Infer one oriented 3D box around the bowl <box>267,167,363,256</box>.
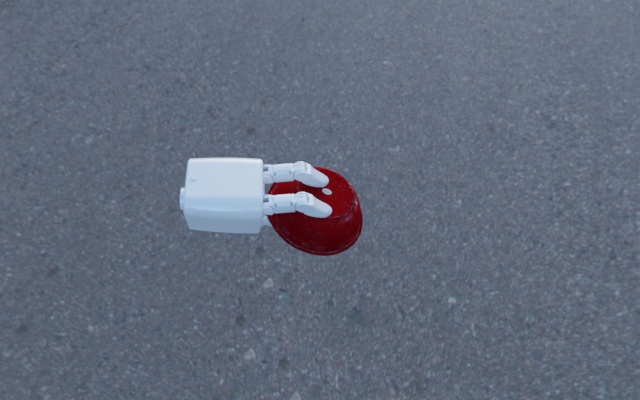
[{"bbox_3d":[0.001,0.002,0.740,0.162,0.162,0.055,0,-34,-22],"label":"bowl"}]
